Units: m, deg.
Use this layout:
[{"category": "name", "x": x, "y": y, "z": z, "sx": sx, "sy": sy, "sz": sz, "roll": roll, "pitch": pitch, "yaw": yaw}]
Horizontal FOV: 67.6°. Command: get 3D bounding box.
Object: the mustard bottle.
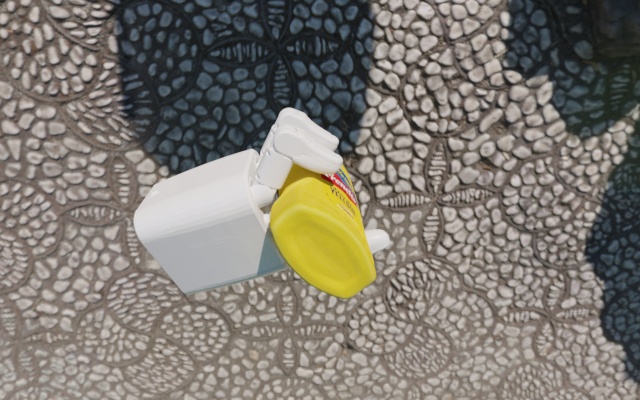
[{"category": "mustard bottle", "x": 0.000, "y": 0.001, "z": 0.445, "sx": 0.058, "sy": 0.096, "sz": 0.191, "roll": -40, "pitch": 20, "yaw": 15}]
